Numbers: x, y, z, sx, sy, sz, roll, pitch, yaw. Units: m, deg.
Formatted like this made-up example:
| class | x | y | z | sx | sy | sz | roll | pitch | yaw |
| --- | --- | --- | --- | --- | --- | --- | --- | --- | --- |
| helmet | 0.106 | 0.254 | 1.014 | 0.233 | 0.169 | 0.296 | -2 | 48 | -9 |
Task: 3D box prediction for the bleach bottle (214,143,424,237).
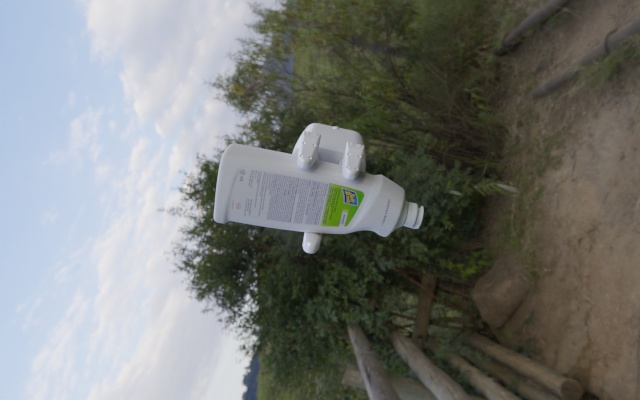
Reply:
| class | x | y | z | sx | sy | sz | roll | pitch | yaw |
| --- | --- | --- | --- | --- | --- | --- | --- | --- | --- |
| bleach bottle | 0.000 | 0.002 | 0.596 | 0.251 | 0.103 | 0.068 | 12 | 26 | 0 |
